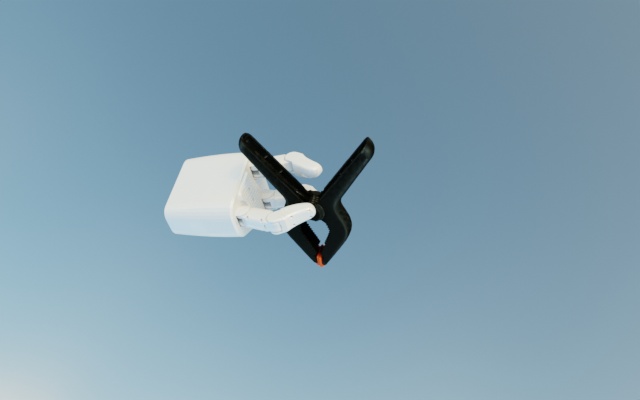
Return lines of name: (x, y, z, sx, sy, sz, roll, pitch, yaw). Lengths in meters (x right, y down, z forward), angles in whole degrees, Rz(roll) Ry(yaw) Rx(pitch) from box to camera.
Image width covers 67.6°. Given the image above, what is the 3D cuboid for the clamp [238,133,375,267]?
clamp: (0.000, 0.003, 0.607, 0.164, 0.210, 0.036, -1, 38, 21)
